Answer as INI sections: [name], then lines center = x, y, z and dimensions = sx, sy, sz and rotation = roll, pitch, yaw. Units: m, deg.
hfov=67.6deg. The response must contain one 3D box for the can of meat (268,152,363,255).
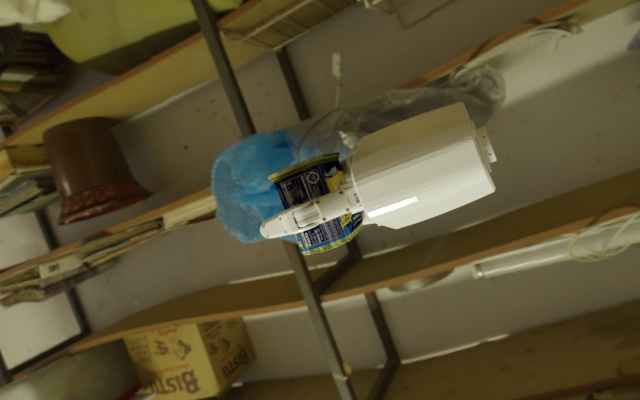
[can of meat]
center = 0.000, 0.002, 0.479
dimensions = 0.057, 0.084, 0.102
rotation = -21, 2, 17
